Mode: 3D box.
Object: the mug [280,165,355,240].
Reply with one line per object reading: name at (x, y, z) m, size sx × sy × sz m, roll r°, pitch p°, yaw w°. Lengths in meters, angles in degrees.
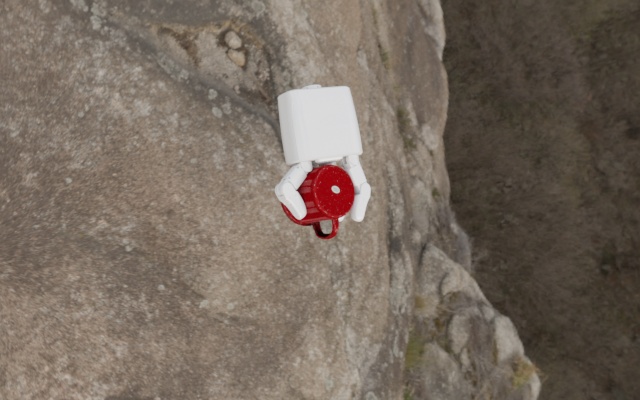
mug at (0.000, 0.004, 0.732) m, size 0.093 × 0.117 × 0.081 m, roll -11°, pitch 0°, yaw -37°
